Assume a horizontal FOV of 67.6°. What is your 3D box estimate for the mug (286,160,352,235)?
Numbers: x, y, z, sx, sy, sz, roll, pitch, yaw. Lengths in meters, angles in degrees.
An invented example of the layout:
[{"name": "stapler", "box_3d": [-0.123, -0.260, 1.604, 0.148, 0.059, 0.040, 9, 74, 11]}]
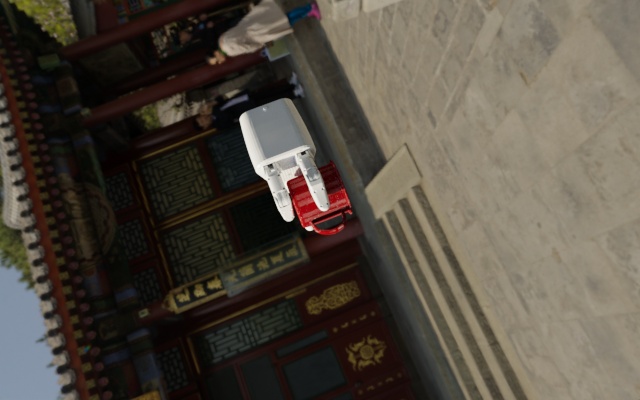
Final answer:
[{"name": "mug", "box_3d": [0.000, 0.004, 0.754, 0.081, 0.117, 0.093, -21, -27, -3]}]
